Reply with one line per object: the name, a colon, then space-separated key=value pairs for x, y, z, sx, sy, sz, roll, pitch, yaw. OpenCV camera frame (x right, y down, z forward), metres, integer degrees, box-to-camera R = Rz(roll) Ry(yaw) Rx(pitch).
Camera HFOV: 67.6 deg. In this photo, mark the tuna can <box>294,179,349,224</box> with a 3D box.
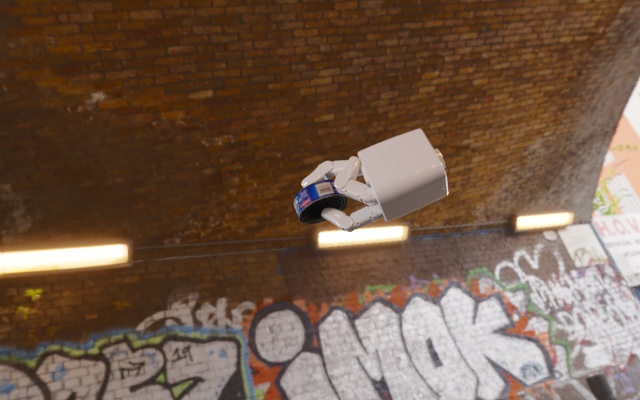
tuna can: x=0.000 y=0.002 z=0.779 sx=0.086 sy=0.033 sz=0.086 roll=-18 pitch=-26 yaw=-9
